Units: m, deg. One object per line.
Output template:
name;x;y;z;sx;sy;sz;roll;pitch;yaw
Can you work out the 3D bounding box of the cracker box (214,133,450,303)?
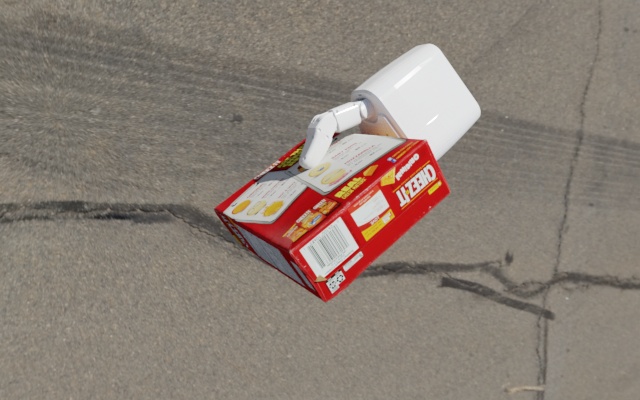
cracker box;0.000;0.002;0.504;0.164;0.072;0.213;-39;25;-18
